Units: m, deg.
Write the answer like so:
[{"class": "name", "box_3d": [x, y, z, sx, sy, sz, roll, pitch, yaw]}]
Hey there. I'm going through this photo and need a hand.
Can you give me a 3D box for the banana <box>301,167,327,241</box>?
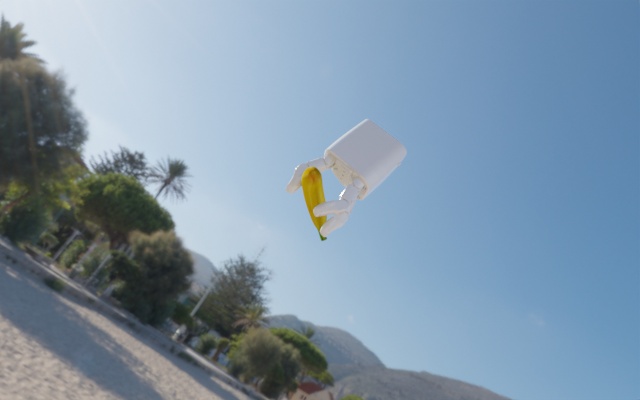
[{"class": "banana", "box_3d": [-0.008, -0.008, 0.856, 0.037, 0.069, 0.198, -25, -37, -10]}]
